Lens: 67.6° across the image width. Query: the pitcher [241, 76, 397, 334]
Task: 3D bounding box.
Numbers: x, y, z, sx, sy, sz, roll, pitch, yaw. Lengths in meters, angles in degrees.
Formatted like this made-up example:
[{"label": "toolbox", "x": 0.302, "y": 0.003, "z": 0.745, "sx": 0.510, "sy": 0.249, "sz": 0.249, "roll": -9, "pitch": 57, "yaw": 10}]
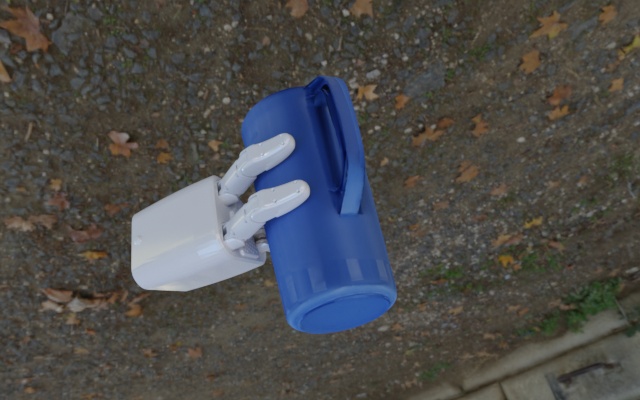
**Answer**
[{"label": "pitcher", "x": 0.000, "y": 0.002, "z": 0.499, "sx": 0.145, "sy": 0.242, "sz": 0.149, "roll": -23, "pitch": -32, "yaw": 13}]
